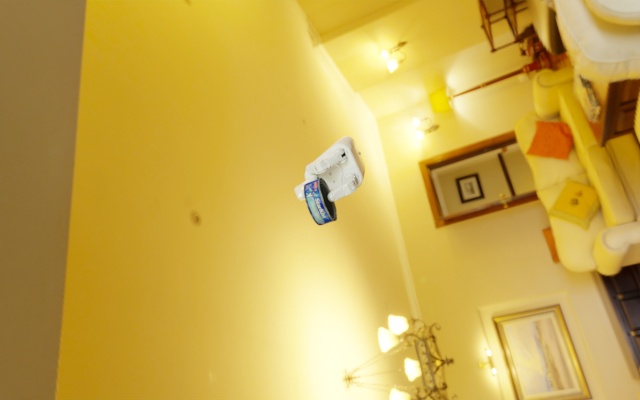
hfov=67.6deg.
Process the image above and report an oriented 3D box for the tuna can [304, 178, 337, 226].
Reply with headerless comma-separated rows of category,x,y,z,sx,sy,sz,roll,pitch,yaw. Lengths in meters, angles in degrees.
tuna can,0.000,0.003,0.892,0.034,0.086,0.086,-19,-5,14
